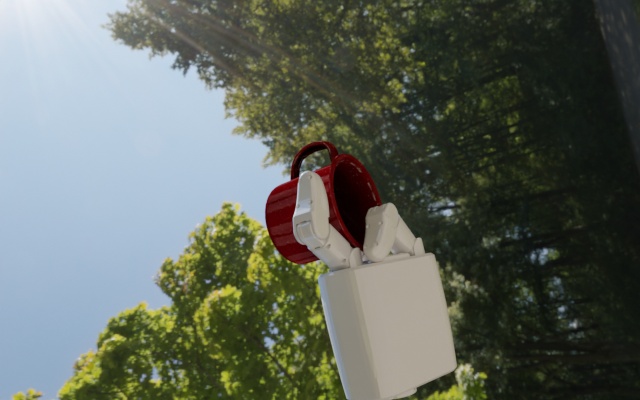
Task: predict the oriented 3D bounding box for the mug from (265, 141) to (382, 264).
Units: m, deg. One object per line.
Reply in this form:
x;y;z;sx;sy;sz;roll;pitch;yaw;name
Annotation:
0.000;0.000;0.451;0.081;0.117;0.093;-19;-13;31;mug
